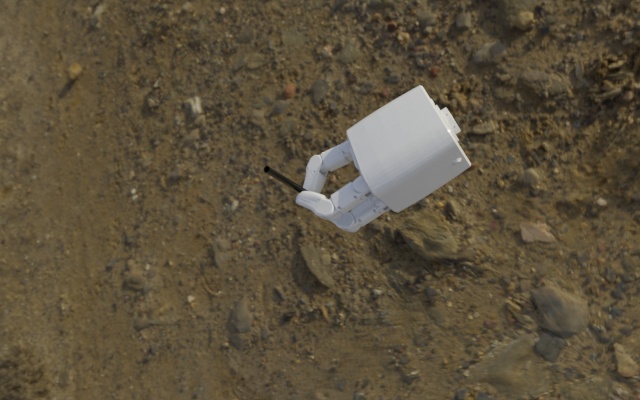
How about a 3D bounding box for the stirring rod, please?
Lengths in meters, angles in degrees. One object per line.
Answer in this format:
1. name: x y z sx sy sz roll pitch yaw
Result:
1. stirring rod: 0.000 0.002 0.616 0.011 0.011 0.240 0 -17 31
